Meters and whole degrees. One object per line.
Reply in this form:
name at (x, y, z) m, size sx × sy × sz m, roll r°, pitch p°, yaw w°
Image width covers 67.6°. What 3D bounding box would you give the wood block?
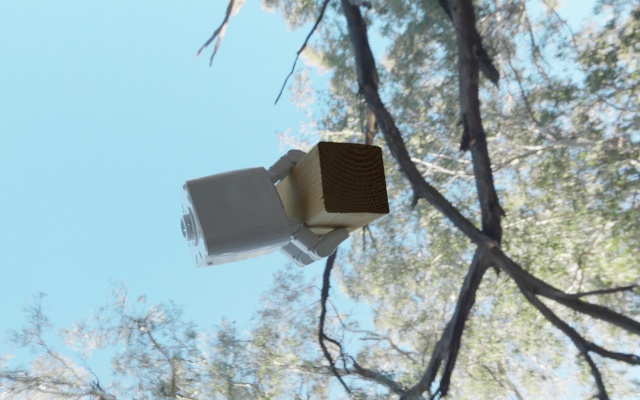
wood block at (0.000, 0.002, 0.656) m, size 0.090 × 0.090 × 0.206 m, roll 1°, pitch -17°, yaw -24°
